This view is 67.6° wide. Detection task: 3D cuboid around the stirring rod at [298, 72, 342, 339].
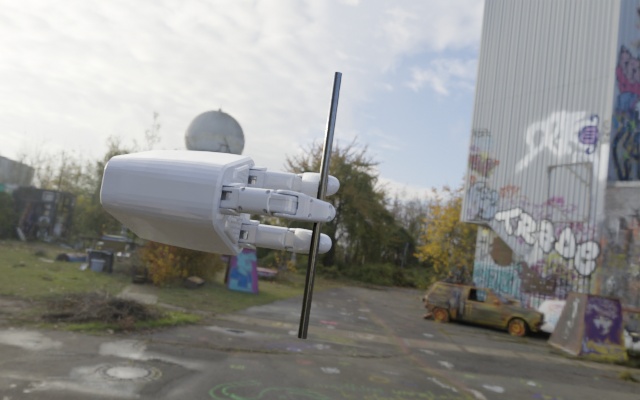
[{"bbox_3d":[0.000,0.001,0.428,0.011,0.239,0.011,8,-6,1],"label":"stirring rod"}]
